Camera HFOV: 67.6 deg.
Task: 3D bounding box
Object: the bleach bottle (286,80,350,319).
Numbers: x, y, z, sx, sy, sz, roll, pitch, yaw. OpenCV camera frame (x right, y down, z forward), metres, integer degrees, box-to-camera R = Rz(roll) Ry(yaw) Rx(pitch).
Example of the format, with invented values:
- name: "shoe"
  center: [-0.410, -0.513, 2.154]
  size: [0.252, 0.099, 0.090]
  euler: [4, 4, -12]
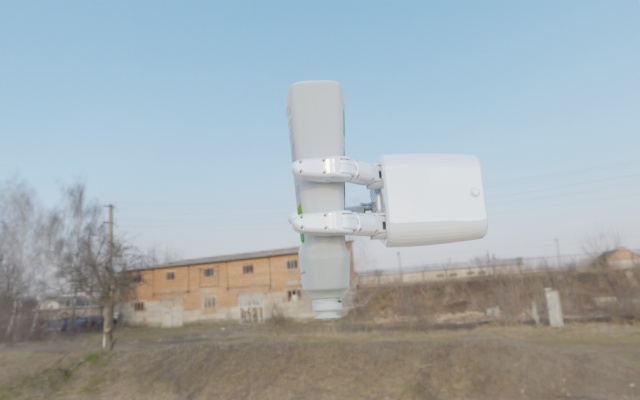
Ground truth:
- name: "bleach bottle"
  center: [0.000, 0.002, 0.531]
  size: [0.068, 0.250, 0.102]
  euler: [-3, -12, -3]
